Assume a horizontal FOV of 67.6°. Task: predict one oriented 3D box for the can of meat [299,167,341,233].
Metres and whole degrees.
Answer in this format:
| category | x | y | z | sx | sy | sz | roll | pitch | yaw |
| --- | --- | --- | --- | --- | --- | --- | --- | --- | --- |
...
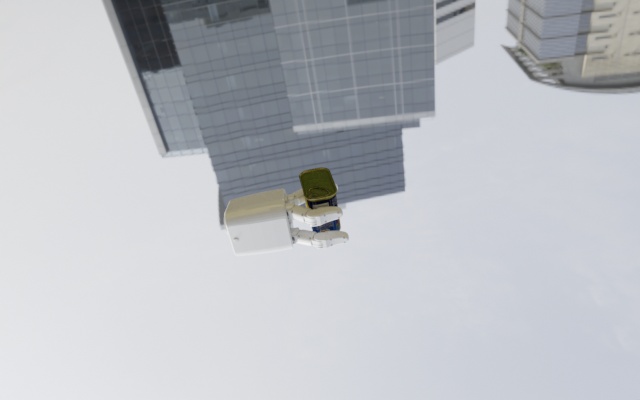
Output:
| category | x | y | z | sx | sy | sz | roll | pitch | yaw |
| --- | --- | --- | --- | --- | --- | --- | --- | --- | --- |
| can of meat | 0.000 | 0.003 | 0.853 | 0.057 | 0.084 | 0.102 | -12 | 33 | -4 |
